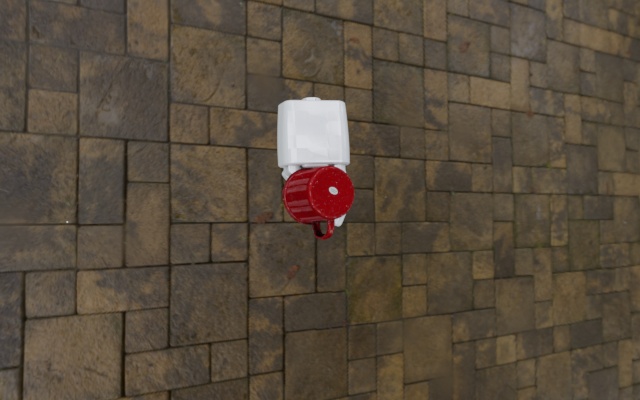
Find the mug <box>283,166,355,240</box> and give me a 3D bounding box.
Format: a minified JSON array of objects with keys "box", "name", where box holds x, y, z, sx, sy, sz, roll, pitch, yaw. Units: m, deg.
[{"box":[0.000,0.004,0.741,0.093,0.117,0.081,-3,-3,-28],"name":"mug"}]
